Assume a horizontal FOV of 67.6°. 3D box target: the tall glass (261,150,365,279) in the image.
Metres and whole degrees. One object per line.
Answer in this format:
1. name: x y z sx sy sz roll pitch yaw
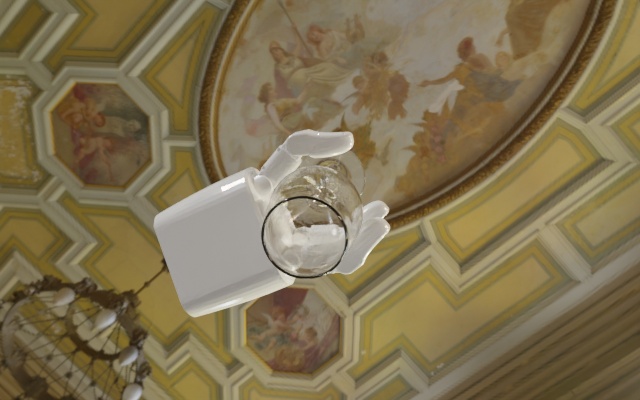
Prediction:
1. tall glass: 0.000 0.001 0.428 0.079 0.079 0.201 0 15 7
